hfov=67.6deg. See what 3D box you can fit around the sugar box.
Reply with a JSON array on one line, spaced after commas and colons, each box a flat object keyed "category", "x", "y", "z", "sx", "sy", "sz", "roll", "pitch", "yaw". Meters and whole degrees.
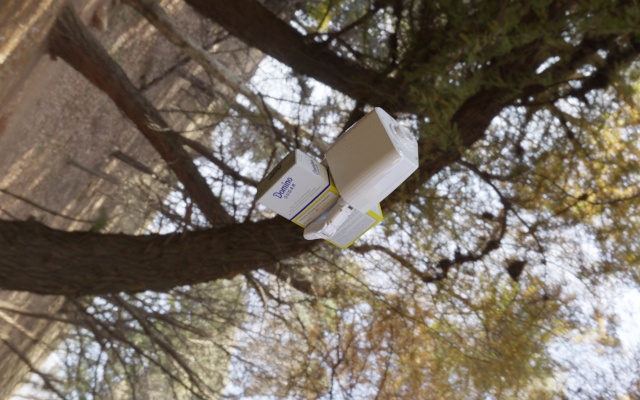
[{"category": "sugar box", "x": 0.000, "y": 0.002, "z": 0.723, "sx": 0.176, "sy": 0.048, "sz": 0.093, "roll": 34, "pitch": -59, "yaw": -28}]
